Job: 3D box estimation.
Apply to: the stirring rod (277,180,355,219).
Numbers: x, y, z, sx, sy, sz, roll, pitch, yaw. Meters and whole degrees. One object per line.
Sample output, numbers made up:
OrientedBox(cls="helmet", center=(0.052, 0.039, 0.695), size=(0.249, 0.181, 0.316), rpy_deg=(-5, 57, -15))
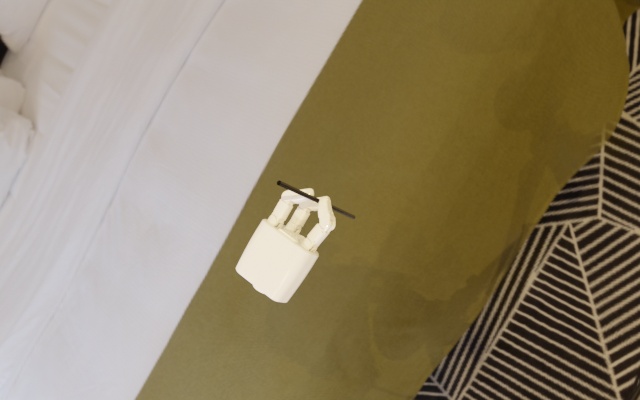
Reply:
OrientedBox(cls="stirring rod", center=(0.000, 0.003, 0.838), size=(0.011, 0.011, 0.239), rpy_deg=(0, -15, 34))
